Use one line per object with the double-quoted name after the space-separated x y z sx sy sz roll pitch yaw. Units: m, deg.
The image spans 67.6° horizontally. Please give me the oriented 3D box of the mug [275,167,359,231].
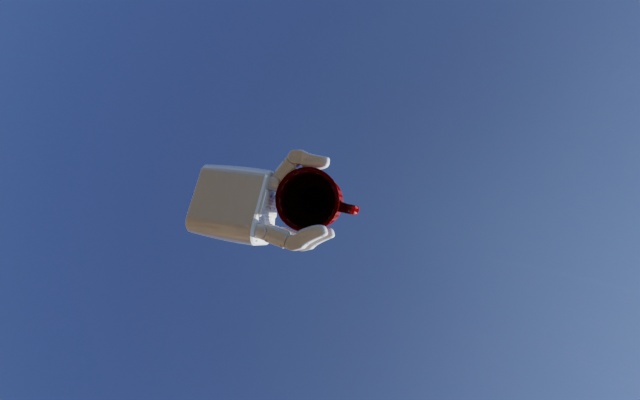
0.002 0.002 0.707 0.117 0.093 0.081 10 0 12 "mug"
